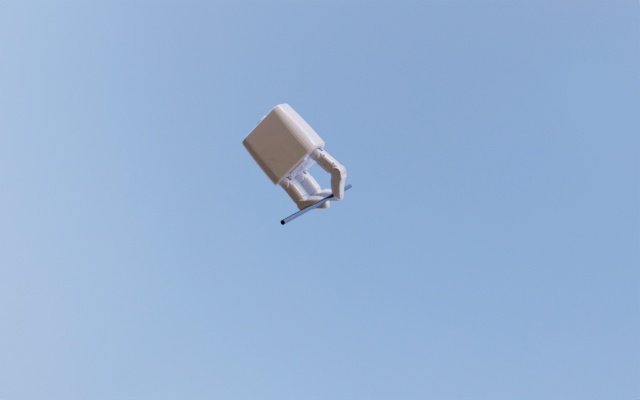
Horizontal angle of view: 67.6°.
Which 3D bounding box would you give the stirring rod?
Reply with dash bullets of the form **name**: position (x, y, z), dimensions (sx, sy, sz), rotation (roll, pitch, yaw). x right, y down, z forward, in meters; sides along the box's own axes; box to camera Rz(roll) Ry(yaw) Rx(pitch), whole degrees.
- **stirring rod**: position (0.000, 0.003, 0.811), dimensions (0.011, 0.011, 0.239), rotation (0, 14, 29)
